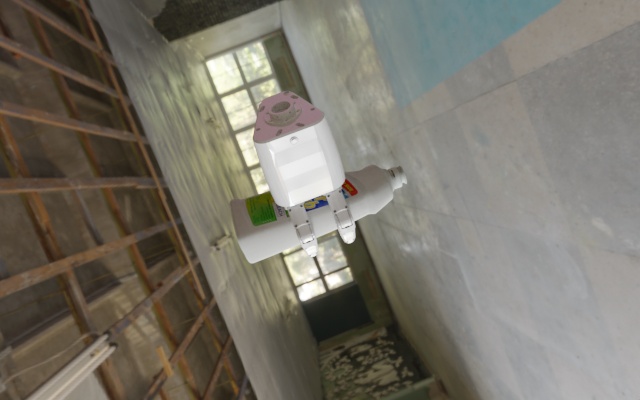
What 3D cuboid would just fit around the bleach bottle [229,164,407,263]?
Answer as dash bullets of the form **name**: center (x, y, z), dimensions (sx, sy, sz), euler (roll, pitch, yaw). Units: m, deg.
- **bleach bottle**: center (0.000, 0.002, 0.691), dimensions (0.251, 0.068, 0.102), euler (-21, 41, -3)
